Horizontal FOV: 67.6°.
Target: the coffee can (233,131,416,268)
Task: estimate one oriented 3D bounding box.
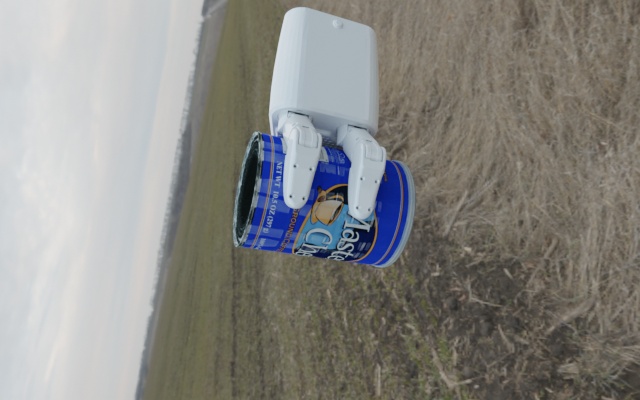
[{"bbox_3d":[0.000,0.002,0.436,0.140,0.103,0.103,10,-3,-17],"label":"coffee can"}]
